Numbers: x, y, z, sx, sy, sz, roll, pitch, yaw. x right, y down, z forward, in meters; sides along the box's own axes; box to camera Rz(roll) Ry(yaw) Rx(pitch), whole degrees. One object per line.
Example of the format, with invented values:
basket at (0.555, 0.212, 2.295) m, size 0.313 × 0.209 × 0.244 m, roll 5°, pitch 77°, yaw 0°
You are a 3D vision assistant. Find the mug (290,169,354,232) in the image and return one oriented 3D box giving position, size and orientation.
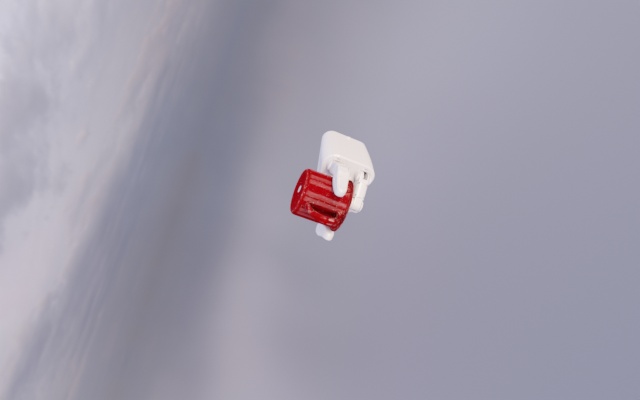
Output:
mug at (0.000, 0.003, 0.793) m, size 0.081 × 0.093 × 0.117 m, roll 19°, pitch 29°, yaw -14°
